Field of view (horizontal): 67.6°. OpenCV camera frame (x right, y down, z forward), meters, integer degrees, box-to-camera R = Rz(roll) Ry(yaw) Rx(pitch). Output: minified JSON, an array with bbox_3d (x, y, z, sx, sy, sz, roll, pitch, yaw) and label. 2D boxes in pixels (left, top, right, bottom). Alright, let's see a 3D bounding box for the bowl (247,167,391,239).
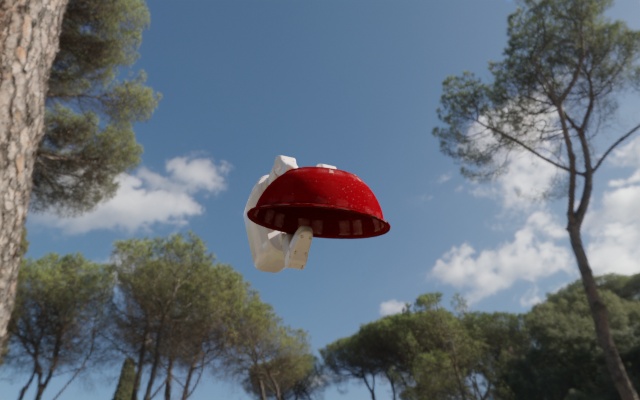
[{"bbox_3d":[0.001,0.001,0.543,0.162,0.055,0.162,5,-15,1],"label":"bowl"}]
